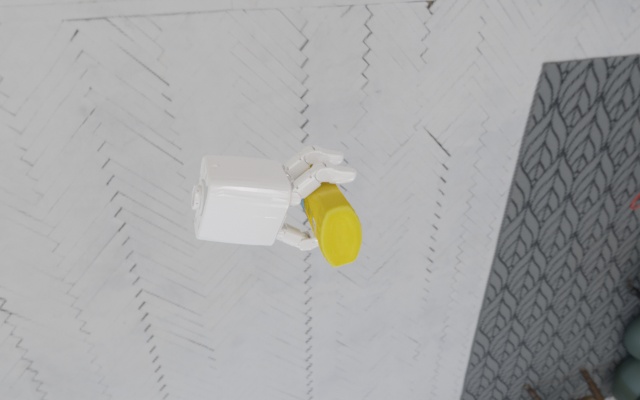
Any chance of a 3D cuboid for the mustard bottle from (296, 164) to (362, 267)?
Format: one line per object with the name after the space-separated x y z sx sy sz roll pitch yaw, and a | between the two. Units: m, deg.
0.001 0.002 0.680 0.058 0.096 0.191 -16 34 -9 | mustard bottle
